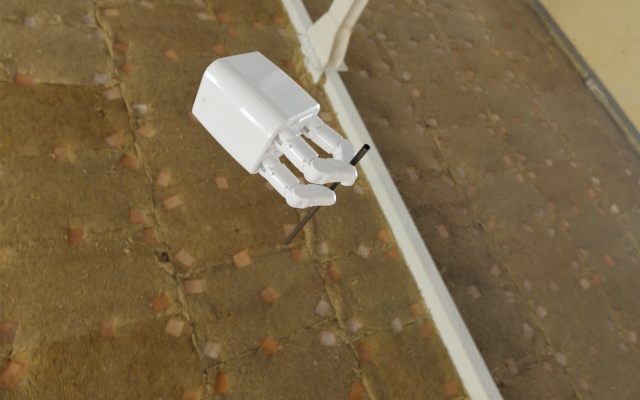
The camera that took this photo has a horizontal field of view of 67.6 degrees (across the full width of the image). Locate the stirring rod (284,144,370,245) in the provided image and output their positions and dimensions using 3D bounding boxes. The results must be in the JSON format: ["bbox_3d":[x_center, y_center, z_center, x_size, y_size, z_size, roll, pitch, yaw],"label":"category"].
[{"bbox_3d":[0.000,0.002,0.604,0.011,0.011,0.240,0,-30,-29],"label":"stirring rod"}]
